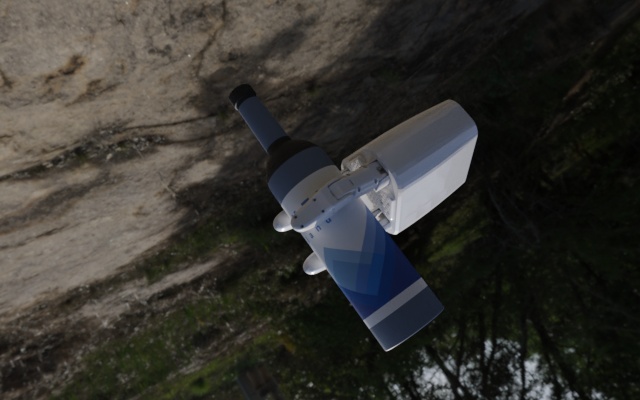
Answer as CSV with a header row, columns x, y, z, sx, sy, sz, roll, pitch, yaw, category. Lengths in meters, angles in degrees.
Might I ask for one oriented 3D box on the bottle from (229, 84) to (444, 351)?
x,y,z,sx,sy,sz,roll,pitch,yaw,category
0.000,0.002,0.466,0.069,0.295,0.069,-34,-14,-10,bottle
